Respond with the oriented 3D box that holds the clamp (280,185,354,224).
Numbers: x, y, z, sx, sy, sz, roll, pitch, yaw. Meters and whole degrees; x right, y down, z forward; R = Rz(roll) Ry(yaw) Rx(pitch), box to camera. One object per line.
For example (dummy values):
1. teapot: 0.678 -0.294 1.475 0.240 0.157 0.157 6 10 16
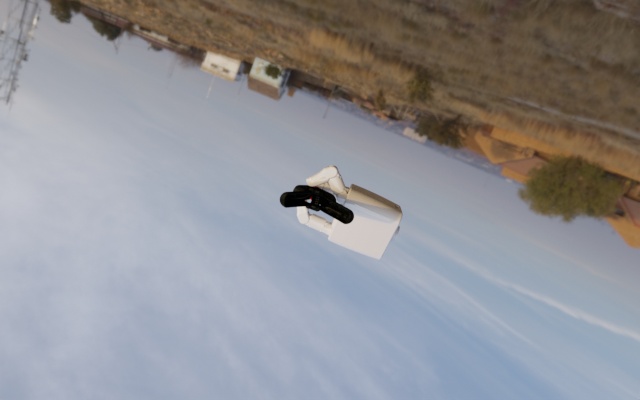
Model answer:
1. clamp: 0.000 0.003 0.817 0.120 0.039 0.171 23 12 1
